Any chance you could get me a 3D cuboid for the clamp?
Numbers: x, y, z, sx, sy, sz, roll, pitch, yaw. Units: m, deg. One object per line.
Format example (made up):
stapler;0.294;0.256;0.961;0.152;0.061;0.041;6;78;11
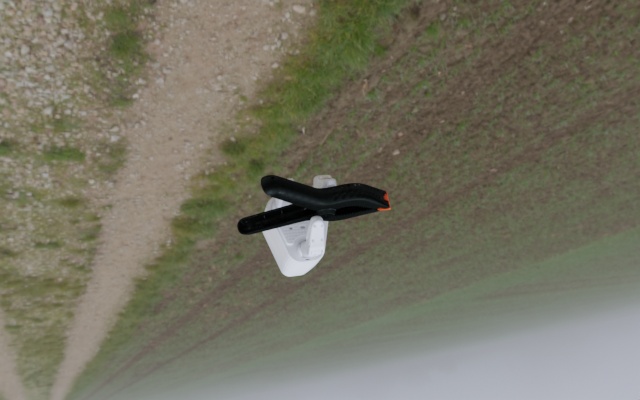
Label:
clamp;0.001;0.003;0.631;0.210;0.036;0.165;-5;-19;-15
